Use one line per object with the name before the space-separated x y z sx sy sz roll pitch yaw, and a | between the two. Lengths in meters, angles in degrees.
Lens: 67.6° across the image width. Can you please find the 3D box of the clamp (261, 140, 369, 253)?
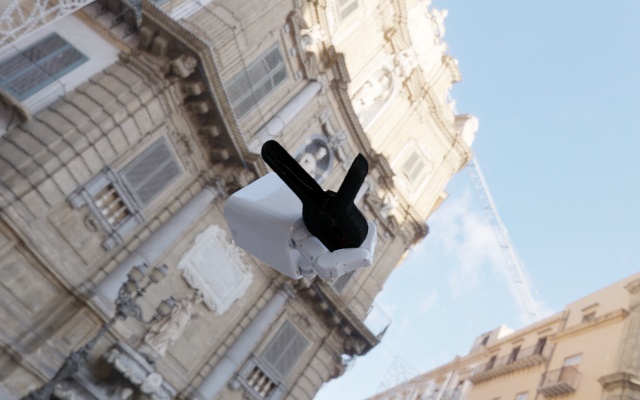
clamp | 0.001 0.001 0.519 0.120 0.172 0.039 24 55 27
